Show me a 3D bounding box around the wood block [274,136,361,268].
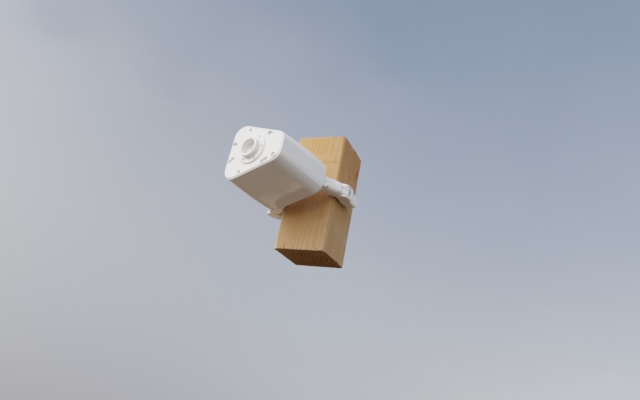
[{"bbox_3d":[0.000,0.002,0.818,0.091,0.206,0.090,1,-25,25],"label":"wood block"}]
